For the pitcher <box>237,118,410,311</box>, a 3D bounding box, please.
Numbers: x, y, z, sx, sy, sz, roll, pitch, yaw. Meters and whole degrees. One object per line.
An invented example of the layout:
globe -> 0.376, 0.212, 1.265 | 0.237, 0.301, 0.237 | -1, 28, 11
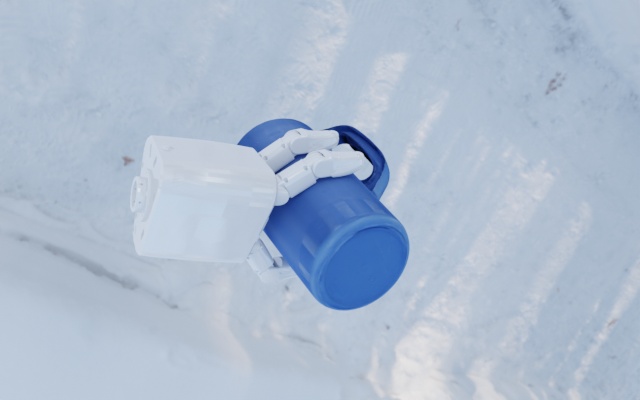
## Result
pitcher -> 0.000, 0.002, 0.535 | 0.145, 0.149, 0.242 | 7, 24, -31
